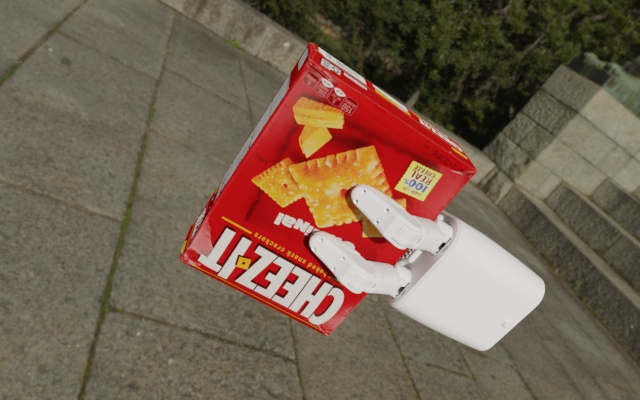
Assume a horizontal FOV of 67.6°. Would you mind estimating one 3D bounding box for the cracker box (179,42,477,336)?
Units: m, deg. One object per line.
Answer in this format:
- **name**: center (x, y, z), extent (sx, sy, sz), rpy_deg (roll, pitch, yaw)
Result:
- **cracker box**: center (0.000, 0.001, 0.423), extent (0.164, 0.214, 0.072), rpy_deg (31, 22, -15)
